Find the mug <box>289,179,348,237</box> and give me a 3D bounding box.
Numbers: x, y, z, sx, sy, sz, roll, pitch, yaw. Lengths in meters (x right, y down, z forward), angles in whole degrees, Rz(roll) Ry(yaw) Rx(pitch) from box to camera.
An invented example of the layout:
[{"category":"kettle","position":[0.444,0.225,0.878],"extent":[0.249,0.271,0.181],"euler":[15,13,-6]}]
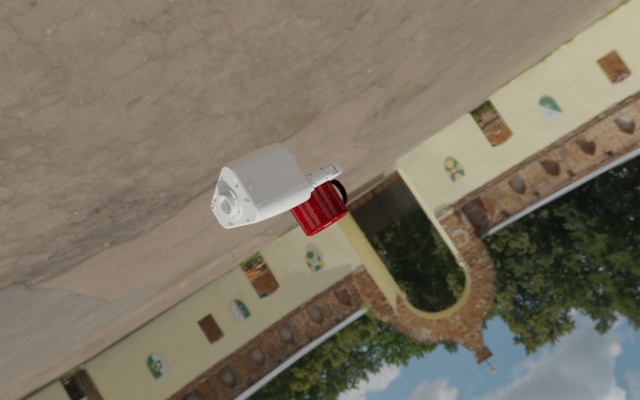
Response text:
[{"category":"mug","position":[0.001,0.002,0.799],"extent":[0.117,0.081,0.093],"euler":[-27,-8,-41]}]
